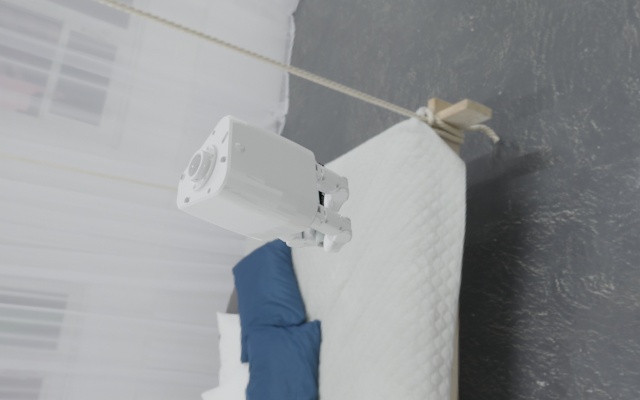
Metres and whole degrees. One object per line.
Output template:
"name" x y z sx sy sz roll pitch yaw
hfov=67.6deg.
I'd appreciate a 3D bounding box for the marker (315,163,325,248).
"marker" 0.000 0.002 0.602 0.020 0.121 0.020 -3 -34 -2
